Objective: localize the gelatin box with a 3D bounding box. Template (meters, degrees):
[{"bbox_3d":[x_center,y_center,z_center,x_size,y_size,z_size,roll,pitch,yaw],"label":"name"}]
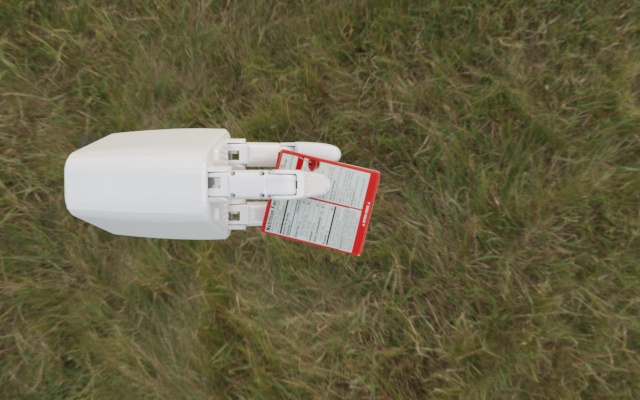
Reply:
[{"bbox_3d":[0.000,0.001,0.411,0.089,0.073,0.030,13,2,4],"label":"gelatin box"}]
